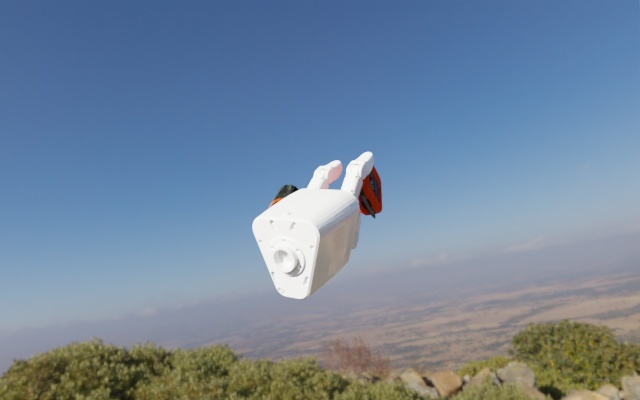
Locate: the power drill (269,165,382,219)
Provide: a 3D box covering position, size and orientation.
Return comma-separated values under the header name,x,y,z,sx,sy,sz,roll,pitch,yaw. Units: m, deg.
name,x,y,z,sx,sy,sz,roll,pitch,yaw
power drill,0.000,0.002,0.733,0.188,0.057,0.184,-25,26,18
